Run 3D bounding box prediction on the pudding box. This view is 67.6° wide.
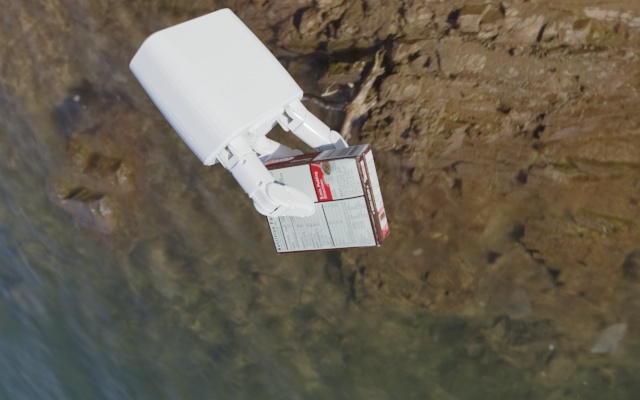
[{"bbox_3d":[0.000,0.001,0.453,0.113,0.090,0.039,-6,20,27],"label":"pudding box"}]
